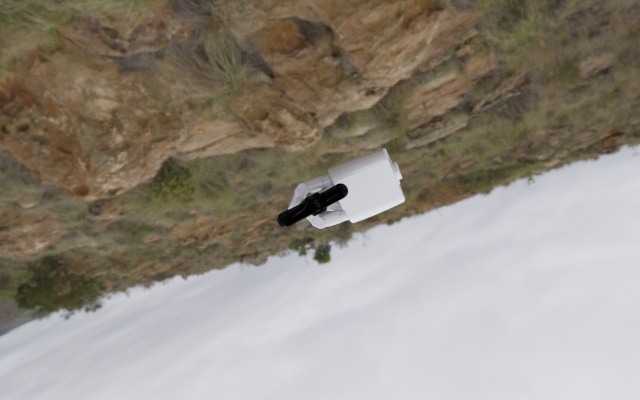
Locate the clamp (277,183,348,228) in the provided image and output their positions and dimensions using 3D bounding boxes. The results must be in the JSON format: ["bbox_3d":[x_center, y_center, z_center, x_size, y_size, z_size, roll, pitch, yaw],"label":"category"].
[{"bbox_3d":[0.000,0.003,0.808,0.120,0.039,0.171,-22,3,12],"label":"clamp"}]
